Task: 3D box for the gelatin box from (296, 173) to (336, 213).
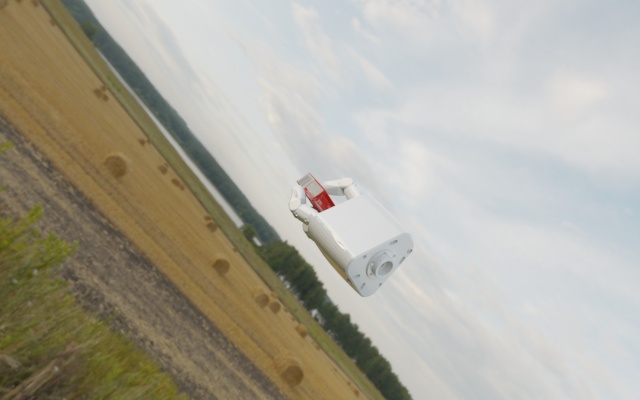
[{"bbox_3d":[0.000,0.002,0.785,0.030,0.073,0.089,-35,30,-3],"label":"gelatin box"}]
